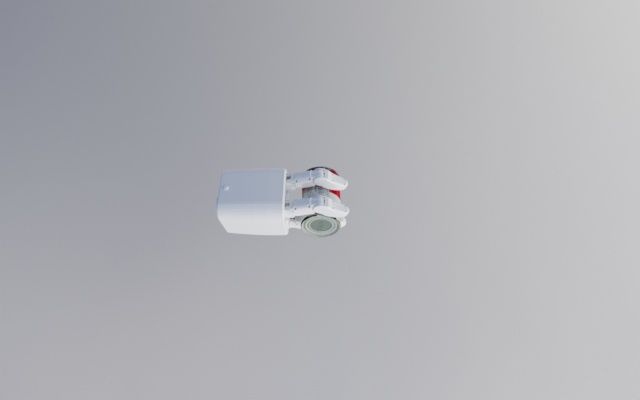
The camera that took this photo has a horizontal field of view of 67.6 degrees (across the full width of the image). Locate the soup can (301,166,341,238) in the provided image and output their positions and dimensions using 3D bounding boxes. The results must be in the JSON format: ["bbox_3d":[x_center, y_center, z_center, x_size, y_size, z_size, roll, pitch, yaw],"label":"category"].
[{"bbox_3d":[0.001,0.003,0.806,0.068,0.102,0.069,0,-36,0],"label":"soup can"}]
